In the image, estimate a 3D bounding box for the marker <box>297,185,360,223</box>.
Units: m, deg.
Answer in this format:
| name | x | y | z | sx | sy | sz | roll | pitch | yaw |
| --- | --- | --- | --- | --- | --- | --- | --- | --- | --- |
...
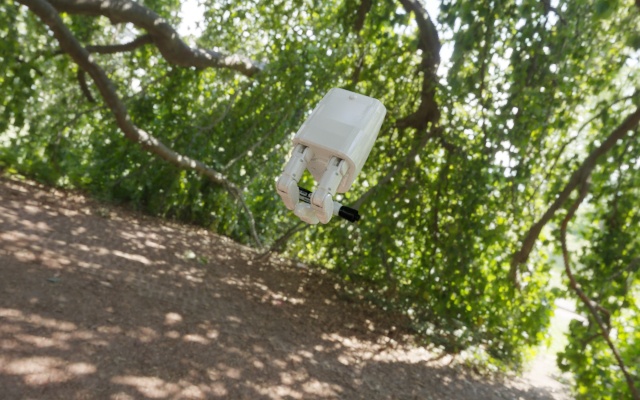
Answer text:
| name | x | y | z | sx | sy | sz | roll | pitch | yaw |
| --- | --- | --- | --- | --- | --- | --- | --- | --- | --- |
| marker | 0.000 | 0.002 | 0.665 | 0.121 | 0.020 | 0.020 | 22 | 8 | 21 |
